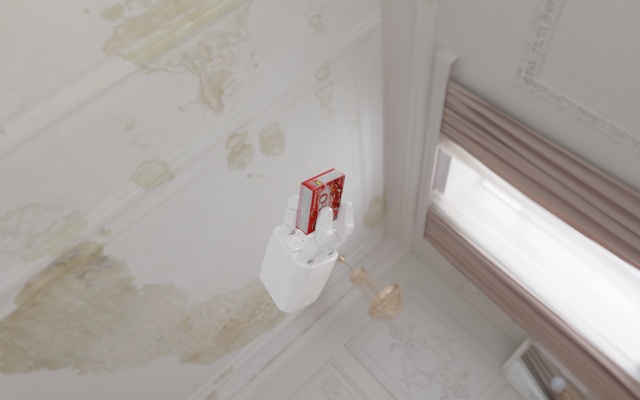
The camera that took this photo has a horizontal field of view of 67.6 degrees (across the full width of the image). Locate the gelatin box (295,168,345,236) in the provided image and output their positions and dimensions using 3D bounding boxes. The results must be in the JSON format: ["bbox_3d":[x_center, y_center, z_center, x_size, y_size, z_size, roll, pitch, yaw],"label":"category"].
[{"bbox_3d":[0.000,0.002,0.746,0.030,0.089,0.073,33,41,32],"label":"gelatin box"}]
